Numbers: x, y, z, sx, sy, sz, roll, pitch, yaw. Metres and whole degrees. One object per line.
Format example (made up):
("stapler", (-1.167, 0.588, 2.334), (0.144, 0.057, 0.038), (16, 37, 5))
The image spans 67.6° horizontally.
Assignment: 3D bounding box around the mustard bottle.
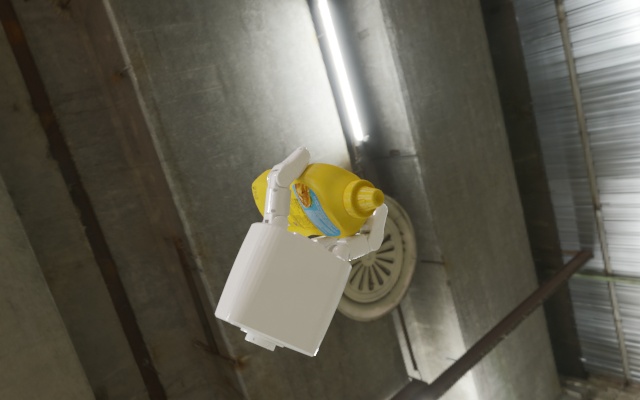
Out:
("mustard bottle", (0.000, 0.002, 0.561), (0.191, 0.096, 0.058), (-3, 35, 52))
